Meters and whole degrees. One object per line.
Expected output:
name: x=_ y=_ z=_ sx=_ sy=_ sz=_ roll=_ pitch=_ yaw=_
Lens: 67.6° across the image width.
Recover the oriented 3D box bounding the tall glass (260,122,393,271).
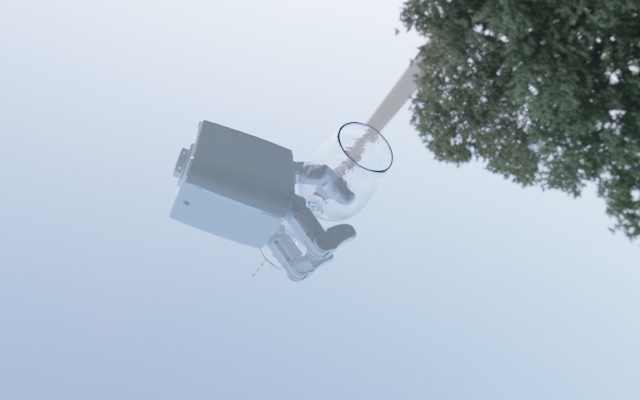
tall glass: x=0.000 y=0.002 z=0.528 sx=0.079 sy=0.079 sz=0.201 roll=0 pitch=-33 yaw=-32
